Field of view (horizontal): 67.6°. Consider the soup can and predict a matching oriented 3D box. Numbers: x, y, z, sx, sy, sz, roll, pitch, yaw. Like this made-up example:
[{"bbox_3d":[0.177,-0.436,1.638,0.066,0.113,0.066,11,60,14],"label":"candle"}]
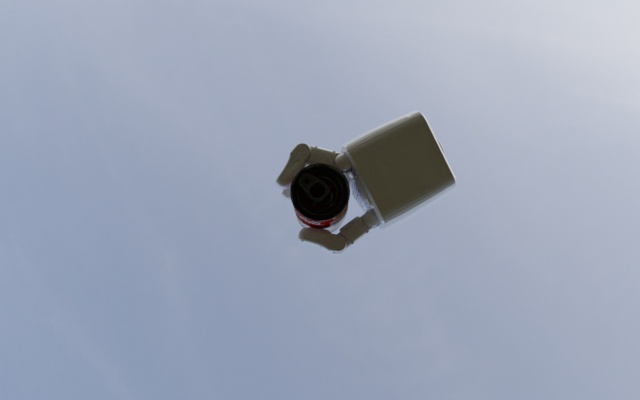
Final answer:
[{"bbox_3d":[0.000,0.002,0.585,0.068,0.068,0.102,0,-14,1],"label":"soup can"}]
